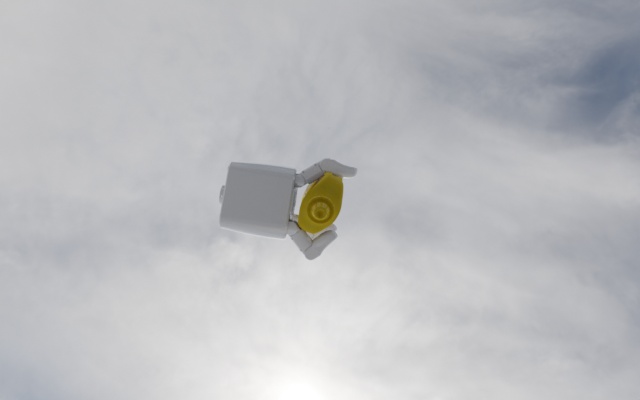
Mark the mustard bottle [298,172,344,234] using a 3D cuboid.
[{"bbox_3d":[0.000,0.003,0.753,0.058,0.096,0.191,32,8,-4],"label":"mustard bottle"}]
